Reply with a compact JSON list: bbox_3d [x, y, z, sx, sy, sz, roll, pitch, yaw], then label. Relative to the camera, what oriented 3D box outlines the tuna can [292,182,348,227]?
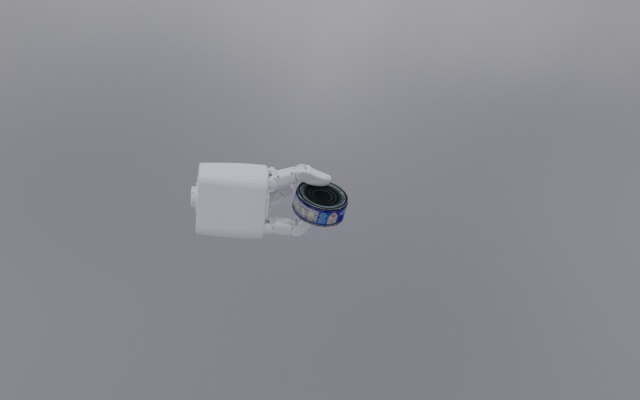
[{"bbox_3d":[0.000,0.002,0.757,0.086,0.034,0.086,11,34,-7],"label":"tuna can"}]
